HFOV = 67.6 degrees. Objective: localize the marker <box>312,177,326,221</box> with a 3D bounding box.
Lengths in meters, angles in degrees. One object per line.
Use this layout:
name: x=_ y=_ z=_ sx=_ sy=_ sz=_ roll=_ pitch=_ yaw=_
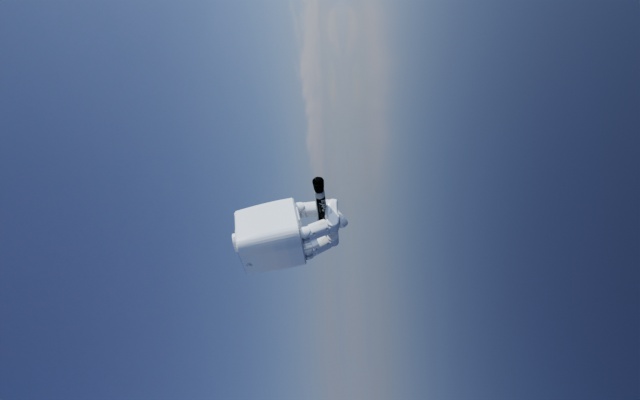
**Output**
marker: x=0.000 y=0.003 z=0.793 sx=0.020 sy=0.020 sz=0.121 roll=0 pitch=-37 yaw=5
